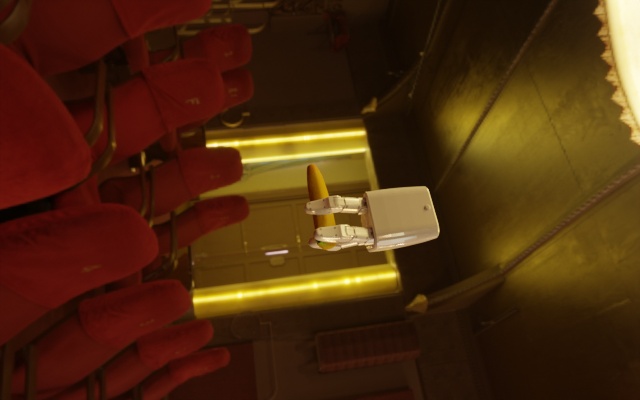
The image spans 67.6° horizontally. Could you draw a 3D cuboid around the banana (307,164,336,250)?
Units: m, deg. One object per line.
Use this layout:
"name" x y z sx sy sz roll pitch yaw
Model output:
"banana" 0.003 0.019 0.824 0.037 0.070 0.197 -10 42 -1
